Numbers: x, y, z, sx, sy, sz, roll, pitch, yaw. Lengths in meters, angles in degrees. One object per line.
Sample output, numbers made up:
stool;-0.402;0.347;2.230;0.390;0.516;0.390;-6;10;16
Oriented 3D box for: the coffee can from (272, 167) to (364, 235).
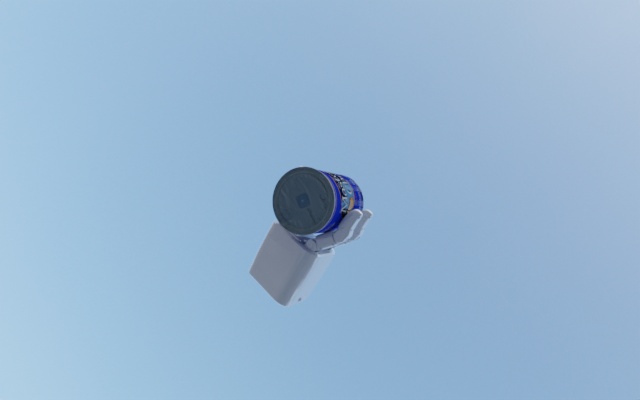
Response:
coffee can;0.000;0.002;0.774;0.103;0.103;0.140;0;-2;23
